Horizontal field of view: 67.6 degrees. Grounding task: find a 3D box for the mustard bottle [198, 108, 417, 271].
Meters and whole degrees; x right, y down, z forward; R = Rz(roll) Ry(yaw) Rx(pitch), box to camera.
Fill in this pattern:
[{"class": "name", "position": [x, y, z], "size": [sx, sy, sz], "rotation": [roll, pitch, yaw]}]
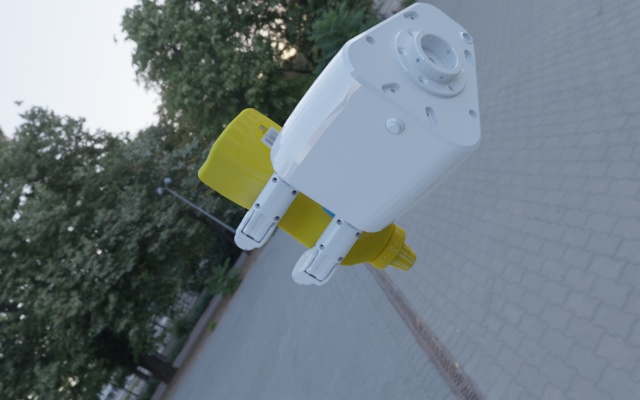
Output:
[{"class": "mustard bottle", "position": [0.000, 0.001, 0.403], "size": [0.191, 0.058, 0.096], "rotation": [33, 28, -7]}]
